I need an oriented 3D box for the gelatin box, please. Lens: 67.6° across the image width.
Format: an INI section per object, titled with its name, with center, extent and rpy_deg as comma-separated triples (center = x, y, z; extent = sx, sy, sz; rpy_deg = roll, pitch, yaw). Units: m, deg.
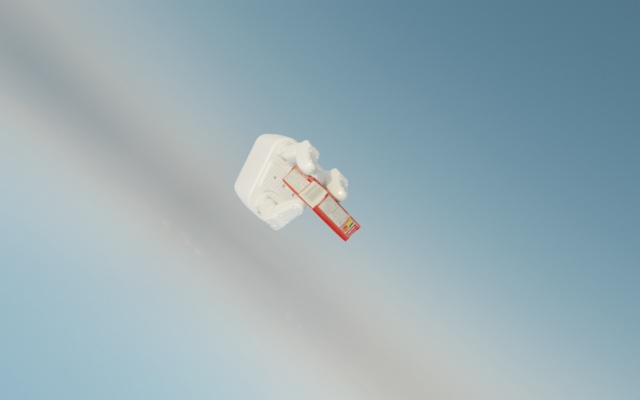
[gelatin box]
center = 0.000, 0.002, 0.579
extent = 0.073, 0.030, 0.089
rpy_deg = 46, -3, -38
